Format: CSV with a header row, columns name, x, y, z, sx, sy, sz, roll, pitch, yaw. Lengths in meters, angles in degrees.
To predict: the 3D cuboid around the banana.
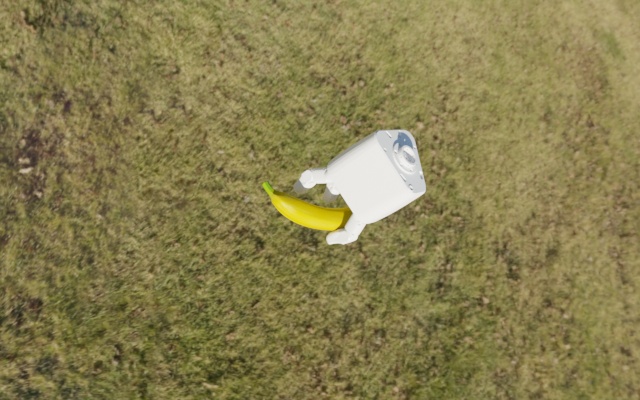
name,x,y,z,sx,sy,sz,roll,pitch,yaw
banana,-0.001,0.017,0.783,0.198,0.069,0.037,17,-39,-32
